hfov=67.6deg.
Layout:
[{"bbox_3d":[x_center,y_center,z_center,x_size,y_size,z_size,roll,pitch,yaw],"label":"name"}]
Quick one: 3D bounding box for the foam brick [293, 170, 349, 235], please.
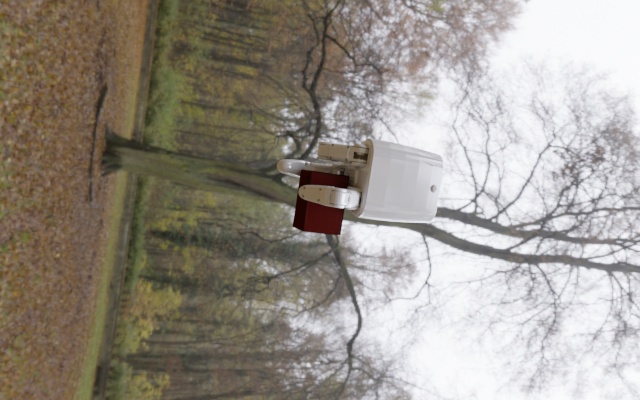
[{"bbox_3d":[0.000,0.002,0.611,0.051,0.078,0.053,8,3,-19],"label":"foam brick"}]
